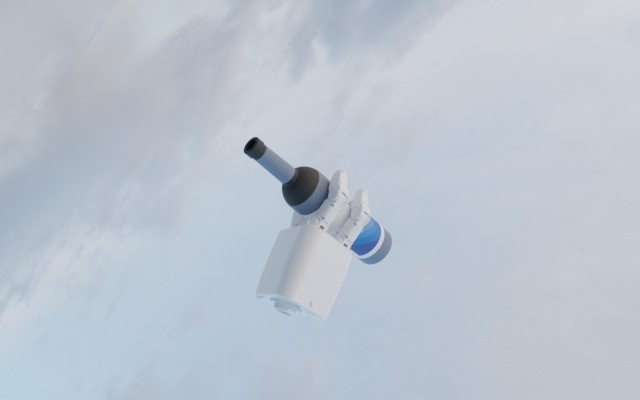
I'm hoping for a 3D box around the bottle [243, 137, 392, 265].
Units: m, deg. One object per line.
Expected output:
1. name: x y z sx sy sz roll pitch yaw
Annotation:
1. bottle: 0.000 0.002 0.713 0.069 0.069 0.296 0 -31 47
